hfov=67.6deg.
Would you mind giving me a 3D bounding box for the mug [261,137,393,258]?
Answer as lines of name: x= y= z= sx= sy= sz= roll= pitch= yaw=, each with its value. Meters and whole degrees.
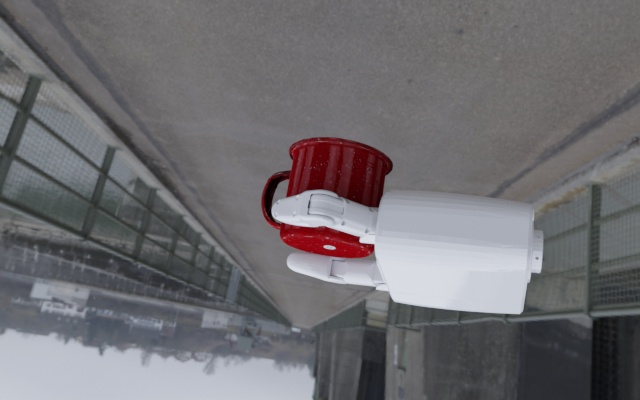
mug: x=-0.001 y=0.001 z=0.416 sx=0.117 sy=0.081 sz=0.093 roll=3 pitch=-17 yaw=22
